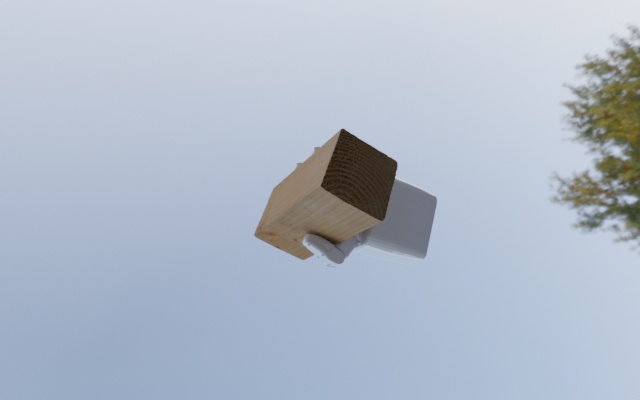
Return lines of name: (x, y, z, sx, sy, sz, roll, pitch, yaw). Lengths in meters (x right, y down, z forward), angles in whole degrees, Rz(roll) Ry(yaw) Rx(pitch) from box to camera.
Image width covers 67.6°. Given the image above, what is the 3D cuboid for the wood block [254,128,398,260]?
wood block: (0.000, 0.003, 0.643, 0.090, 0.090, 0.206, 29, -31, -17)
